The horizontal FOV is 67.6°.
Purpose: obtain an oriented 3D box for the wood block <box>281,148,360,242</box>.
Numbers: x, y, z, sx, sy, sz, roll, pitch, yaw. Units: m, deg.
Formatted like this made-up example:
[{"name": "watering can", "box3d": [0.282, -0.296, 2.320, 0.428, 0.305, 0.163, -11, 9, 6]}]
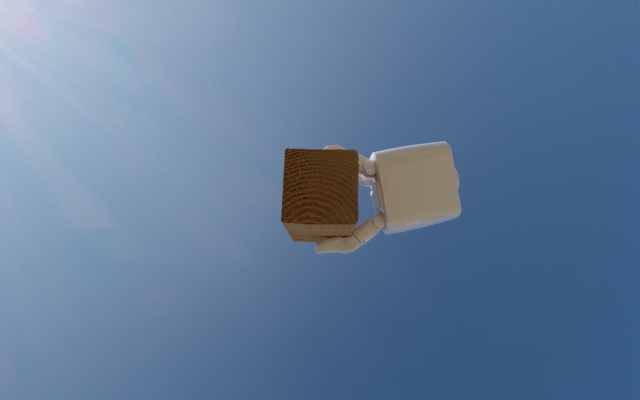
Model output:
[{"name": "wood block", "box3d": [0.000, 0.002, 0.650, 0.090, 0.091, 0.206, 1, -11, 1]}]
